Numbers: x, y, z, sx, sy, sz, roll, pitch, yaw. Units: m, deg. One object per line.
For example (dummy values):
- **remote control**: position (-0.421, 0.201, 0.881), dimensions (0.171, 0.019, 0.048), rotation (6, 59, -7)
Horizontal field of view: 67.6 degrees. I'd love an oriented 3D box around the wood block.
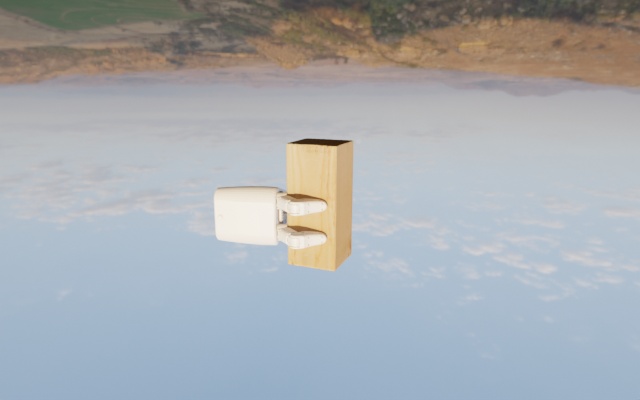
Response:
- **wood block**: position (0.000, 0.003, 0.813), dimensions (0.090, 0.206, 0.091), rotation (6, 15, 20)
